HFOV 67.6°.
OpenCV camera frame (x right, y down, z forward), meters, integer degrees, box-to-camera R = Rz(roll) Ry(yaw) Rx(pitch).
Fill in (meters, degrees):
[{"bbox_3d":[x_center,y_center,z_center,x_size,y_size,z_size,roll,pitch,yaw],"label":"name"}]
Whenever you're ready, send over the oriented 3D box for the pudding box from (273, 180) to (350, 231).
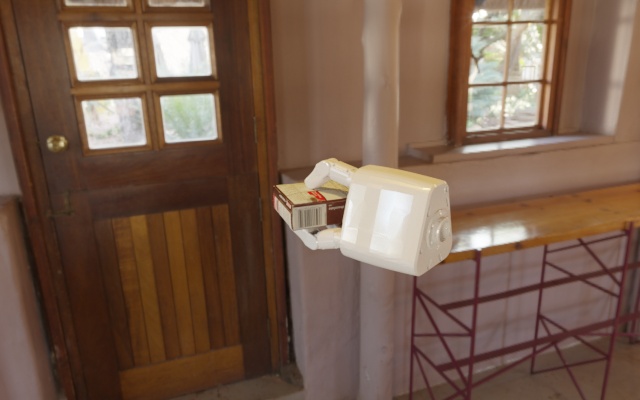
[{"bbox_3d":[0.000,0.002,0.658,0.113,0.039,0.090,-6,20,-20],"label":"pudding box"}]
